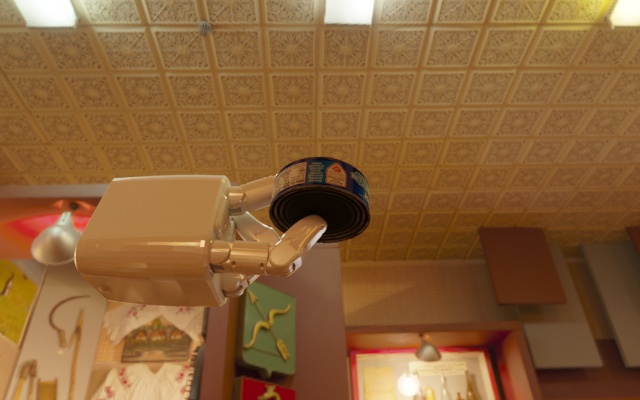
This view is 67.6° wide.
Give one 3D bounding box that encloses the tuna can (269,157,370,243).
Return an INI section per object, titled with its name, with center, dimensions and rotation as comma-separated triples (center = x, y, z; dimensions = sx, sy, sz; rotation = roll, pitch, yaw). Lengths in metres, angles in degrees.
[tuna can]
center = 0.000, 0.001, 0.412
dimensions = 0.086, 0.033, 0.086
rotation = 3, -35, 2
